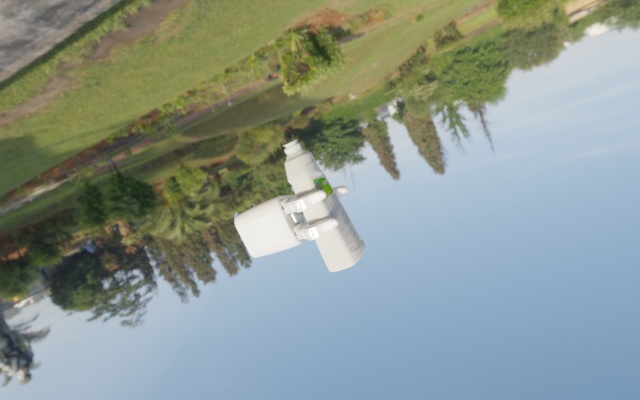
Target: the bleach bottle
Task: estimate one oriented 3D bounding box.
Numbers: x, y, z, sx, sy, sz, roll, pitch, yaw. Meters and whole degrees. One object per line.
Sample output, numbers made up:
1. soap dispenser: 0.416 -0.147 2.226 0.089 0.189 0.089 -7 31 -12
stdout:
1. bleach bottle: 0.000 0.003 0.898 0.068 0.251 0.102 -21 11 24
